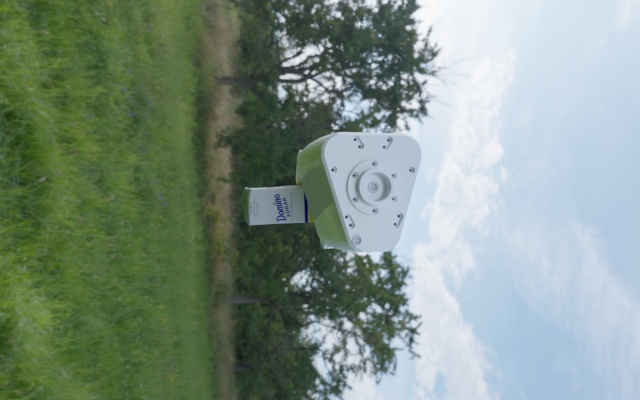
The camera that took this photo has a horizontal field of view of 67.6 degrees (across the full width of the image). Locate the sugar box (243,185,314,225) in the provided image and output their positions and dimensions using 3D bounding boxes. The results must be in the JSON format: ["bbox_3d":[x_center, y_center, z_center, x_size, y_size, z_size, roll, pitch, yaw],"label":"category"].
[{"bbox_3d":[0.000,0.001,0.559,0.176,0.048,0.093,0,2,-12],"label":"sugar box"}]
